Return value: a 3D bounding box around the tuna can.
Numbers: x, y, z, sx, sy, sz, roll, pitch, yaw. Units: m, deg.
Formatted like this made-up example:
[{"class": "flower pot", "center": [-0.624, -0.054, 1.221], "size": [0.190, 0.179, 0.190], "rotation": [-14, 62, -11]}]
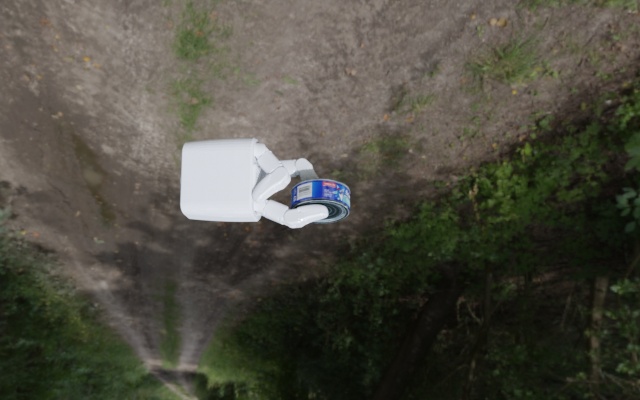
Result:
[{"class": "tuna can", "center": [0.000, 0.003, 0.686], "size": [0.086, 0.033, 0.086], "rotation": [1, -25, 0]}]
